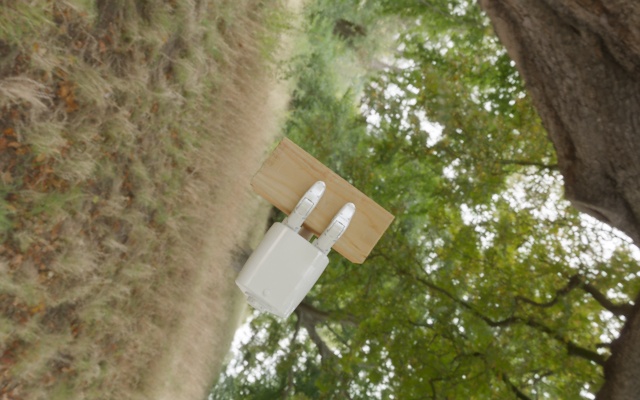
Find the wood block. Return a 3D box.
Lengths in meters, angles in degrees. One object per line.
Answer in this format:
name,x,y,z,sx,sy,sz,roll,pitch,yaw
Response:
wood block,0.000,0.003,0.754,0.206,0.090,0.091,36,-8,-1
